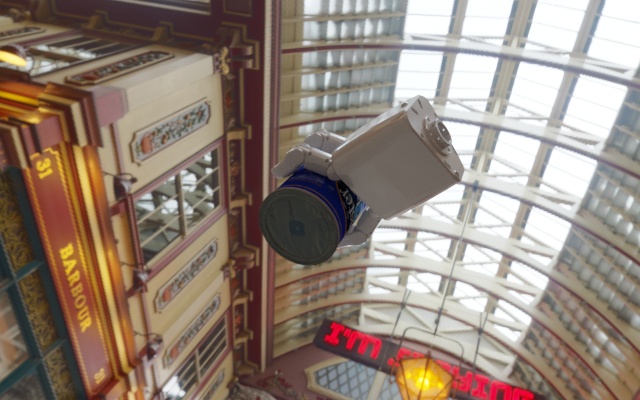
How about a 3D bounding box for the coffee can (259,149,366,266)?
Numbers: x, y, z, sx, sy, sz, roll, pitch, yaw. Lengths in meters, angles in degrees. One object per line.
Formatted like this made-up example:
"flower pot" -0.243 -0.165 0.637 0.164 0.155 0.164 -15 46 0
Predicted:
"coffee can" 0.000 0.002 0.609 0.103 0.103 0.140 0 27 26
